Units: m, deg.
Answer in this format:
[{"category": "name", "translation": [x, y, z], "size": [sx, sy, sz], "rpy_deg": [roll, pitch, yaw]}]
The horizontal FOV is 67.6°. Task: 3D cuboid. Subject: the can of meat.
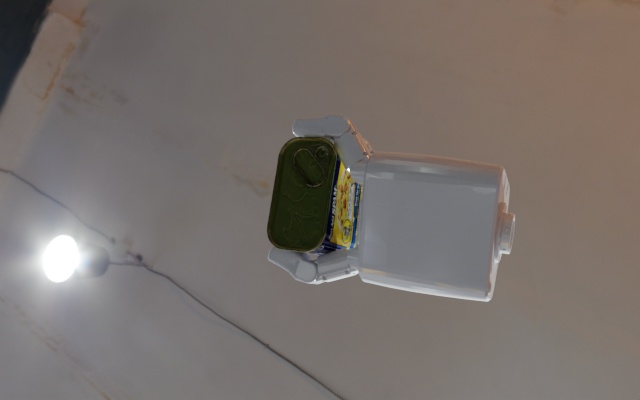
[{"category": "can of meat", "translation": [0.000, 0.002, 0.451], "size": [0.057, 0.102, 0.084], "rpy_deg": [4, -10, 26]}]
